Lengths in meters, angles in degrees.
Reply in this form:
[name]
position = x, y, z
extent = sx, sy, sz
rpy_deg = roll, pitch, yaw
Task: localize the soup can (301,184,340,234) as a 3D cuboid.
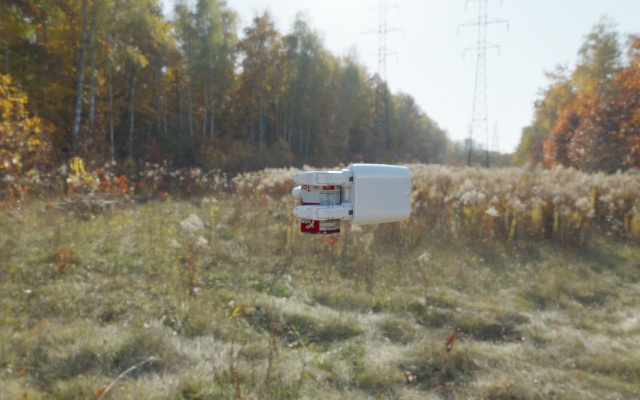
[soup can]
position = 0.000, 0.002, 0.806
extent = 0.068, 0.102, 0.068
rpy_deg = 0, 4, 0
